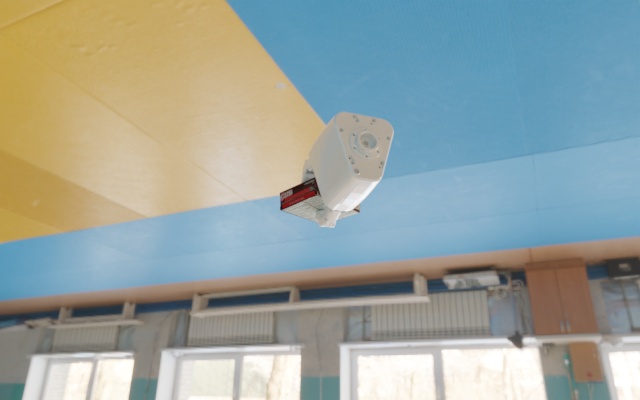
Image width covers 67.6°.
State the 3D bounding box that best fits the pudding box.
[{"bbox_3d":[0.000,0.003,0.815,0.090,0.039,0.113,-21,-31,39],"label":"pudding box"}]
